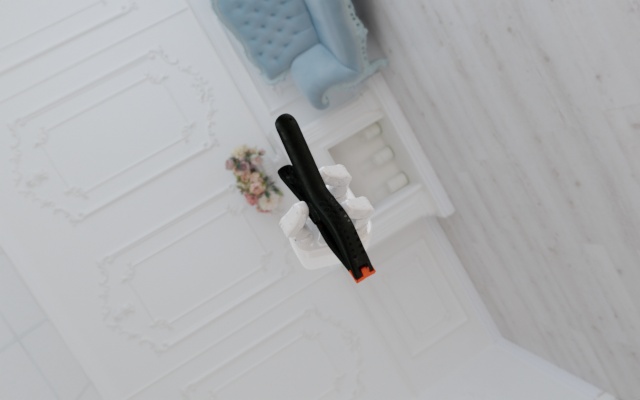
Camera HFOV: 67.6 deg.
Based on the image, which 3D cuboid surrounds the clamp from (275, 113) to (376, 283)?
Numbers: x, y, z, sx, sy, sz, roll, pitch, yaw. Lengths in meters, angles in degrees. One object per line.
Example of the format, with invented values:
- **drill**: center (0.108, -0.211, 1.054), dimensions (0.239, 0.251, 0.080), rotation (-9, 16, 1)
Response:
- **clamp**: center (0.000, 0.003, 0.584), dimensions (0.036, 0.210, 0.165), rotation (-29, -21, -12)
